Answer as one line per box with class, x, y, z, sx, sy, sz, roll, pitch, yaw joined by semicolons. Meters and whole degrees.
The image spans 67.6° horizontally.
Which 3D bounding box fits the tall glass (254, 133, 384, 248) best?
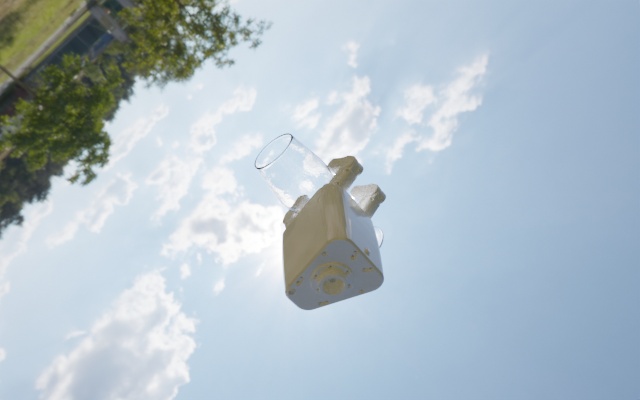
tall glass;0.000;0.003;0.644;0.079;0.079;0.201;0;-41;52
